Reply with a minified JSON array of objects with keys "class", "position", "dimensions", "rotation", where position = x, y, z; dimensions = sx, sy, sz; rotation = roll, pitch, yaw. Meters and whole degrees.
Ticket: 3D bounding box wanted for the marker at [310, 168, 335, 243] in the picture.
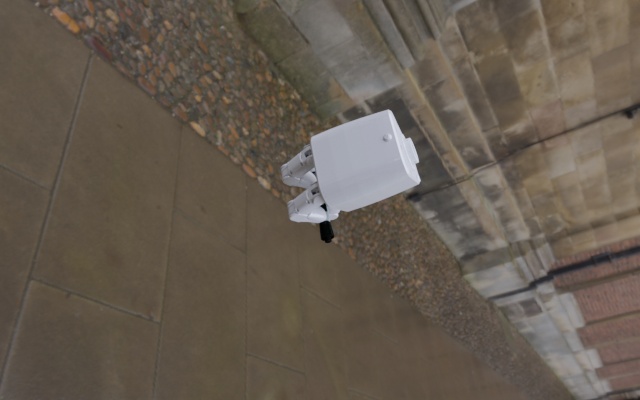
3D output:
[{"class":"marker","position":[0.000,0.002,0.664],"dimensions":[0.020,0.121,0.020],"rotation":[-9,-26,-4]}]
